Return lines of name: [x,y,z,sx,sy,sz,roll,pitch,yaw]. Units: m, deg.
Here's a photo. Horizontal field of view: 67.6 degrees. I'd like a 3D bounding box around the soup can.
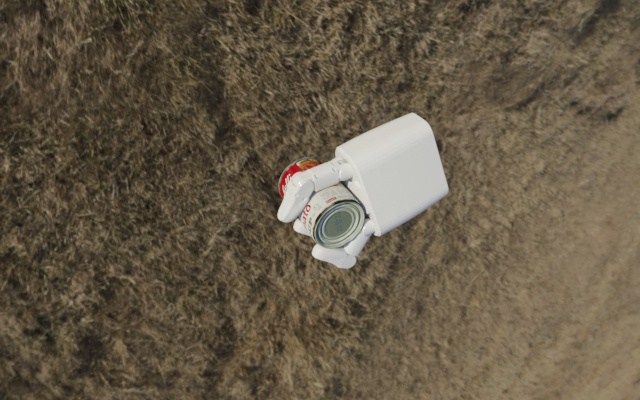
soup can: [0.000,0.002,0.571,0.068,0.068,0.102,0,32,-31]
